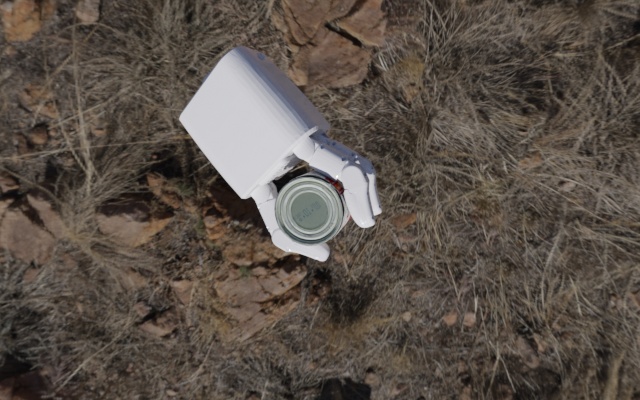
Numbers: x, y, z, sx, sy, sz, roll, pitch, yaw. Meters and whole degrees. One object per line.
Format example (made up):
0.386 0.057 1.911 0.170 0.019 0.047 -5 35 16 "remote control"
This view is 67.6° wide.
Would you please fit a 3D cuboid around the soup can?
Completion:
0.000 0.002 0.482 0.068 0.068 0.102 0 9 13 "soup can"
